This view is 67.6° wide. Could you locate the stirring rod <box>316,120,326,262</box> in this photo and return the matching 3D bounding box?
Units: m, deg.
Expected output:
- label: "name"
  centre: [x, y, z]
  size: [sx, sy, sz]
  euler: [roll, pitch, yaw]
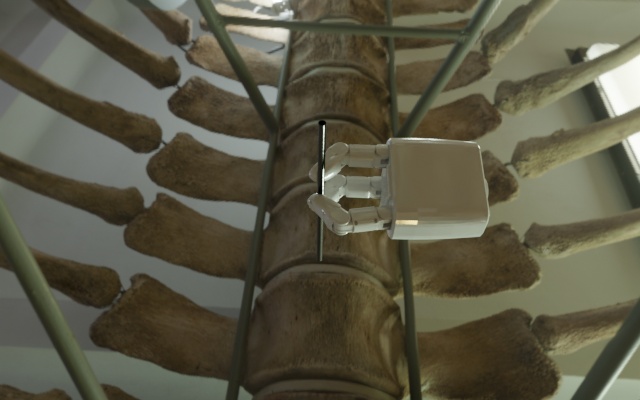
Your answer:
- label: "stirring rod"
  centre: [0.000, 0.002, 0.562]
  size: [0.011, 0.011, 0.240]
  euler: [0, -41, -1]
